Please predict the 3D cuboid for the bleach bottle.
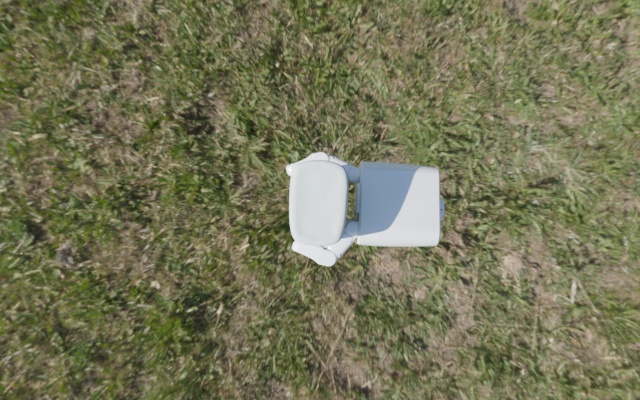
[{"bbox_3d":[0.000,0.002,0.665,0.068,0.102,0.251,3,1,1],"label":"bleach bottle"}]
